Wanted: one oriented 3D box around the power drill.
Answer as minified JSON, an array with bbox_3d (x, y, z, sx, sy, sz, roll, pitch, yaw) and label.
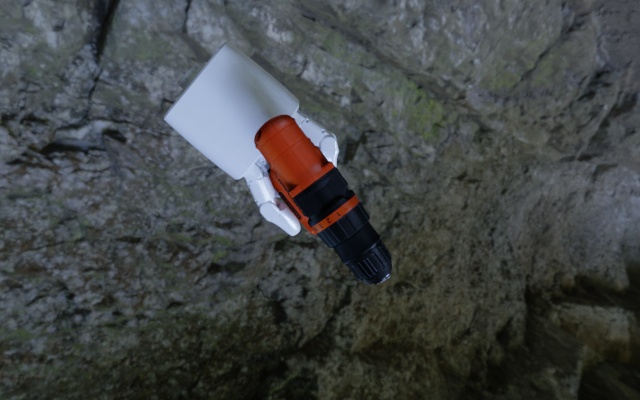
[{"bbox_3d":[0.000,0.002,0.516,0.057,0.184,0.187,-35,2,-6],"label":"power drill"}]
